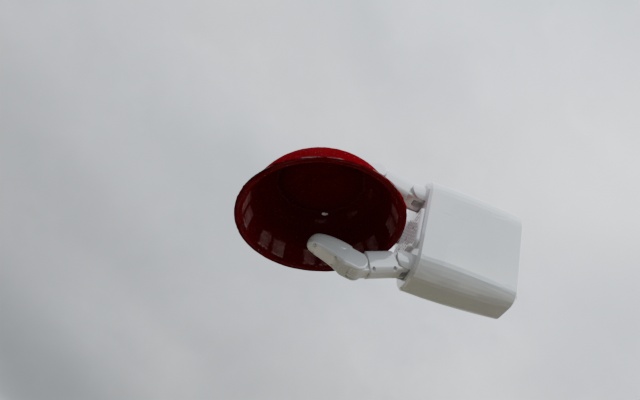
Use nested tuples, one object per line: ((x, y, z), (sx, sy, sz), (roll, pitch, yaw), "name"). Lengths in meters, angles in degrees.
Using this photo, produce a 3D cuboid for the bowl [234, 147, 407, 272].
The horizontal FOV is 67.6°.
((-0.001, 0.001, 0.463), (0.162, 0.055, 0.162), (1, -43, 1), "bowl")
